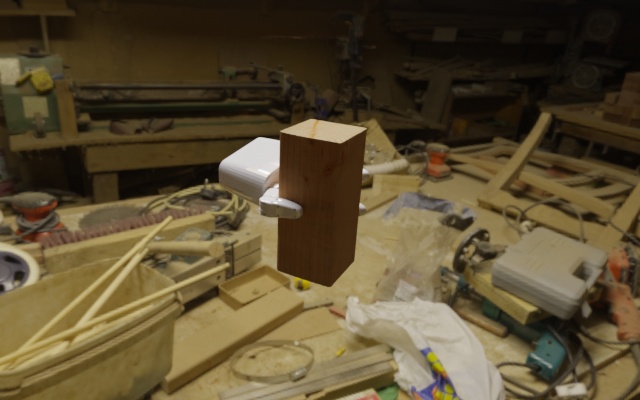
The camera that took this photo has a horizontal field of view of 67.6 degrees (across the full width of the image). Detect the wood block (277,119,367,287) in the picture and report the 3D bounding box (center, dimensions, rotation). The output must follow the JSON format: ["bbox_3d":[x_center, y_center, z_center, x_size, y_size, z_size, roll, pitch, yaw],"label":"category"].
[{"bbox_3d":[0.000,0.002,0.667,0.090,0.206,0.090,14,25,24],"label":"wood block"}]
